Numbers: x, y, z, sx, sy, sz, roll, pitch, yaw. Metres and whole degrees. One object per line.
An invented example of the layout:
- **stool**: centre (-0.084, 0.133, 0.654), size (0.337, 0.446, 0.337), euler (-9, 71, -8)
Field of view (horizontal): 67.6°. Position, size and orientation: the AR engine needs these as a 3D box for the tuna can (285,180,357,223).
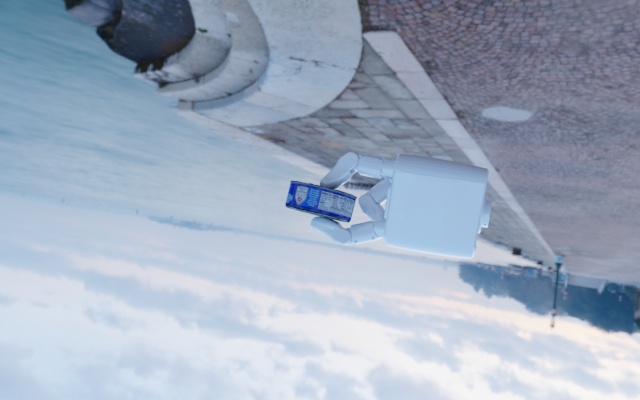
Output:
- **tuna can**: centre (0.000, 0.002, 0.595), size (0.086, 0.034, 0.086), euler (14, -3, 1)
